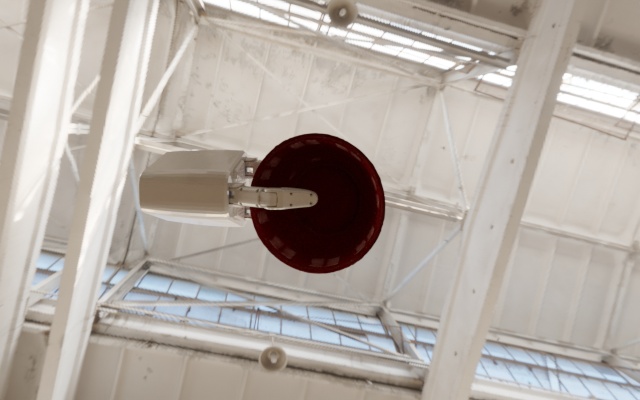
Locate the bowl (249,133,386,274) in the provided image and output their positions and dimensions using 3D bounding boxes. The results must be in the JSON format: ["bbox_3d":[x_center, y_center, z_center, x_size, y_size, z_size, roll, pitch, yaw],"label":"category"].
[{"bbox_3d":[0.001,0.002,0.567,0.162,0.162,0.055,0,6,16],"label":"bowl"}]
